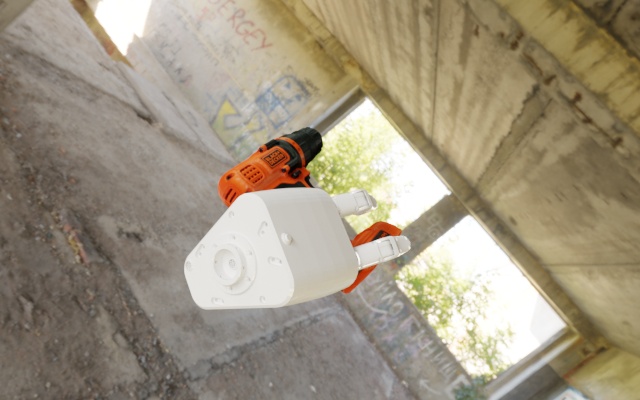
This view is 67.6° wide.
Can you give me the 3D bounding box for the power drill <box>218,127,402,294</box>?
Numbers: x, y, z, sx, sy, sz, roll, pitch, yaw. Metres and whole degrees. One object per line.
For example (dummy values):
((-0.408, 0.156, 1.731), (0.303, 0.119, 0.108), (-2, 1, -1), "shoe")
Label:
((0.000, 0.002, 0.550), (0.184, 0.187, 0.057), (-43, -9, -49), "power drill")
